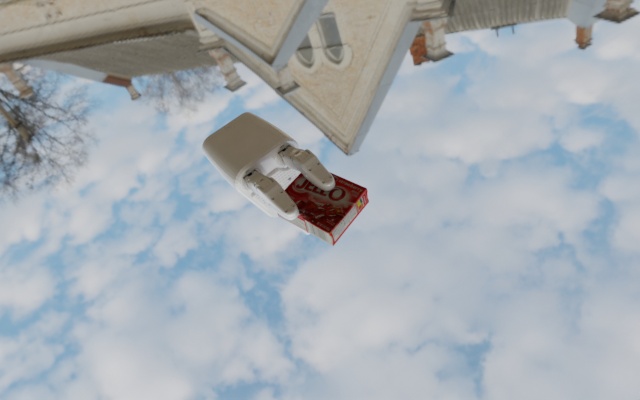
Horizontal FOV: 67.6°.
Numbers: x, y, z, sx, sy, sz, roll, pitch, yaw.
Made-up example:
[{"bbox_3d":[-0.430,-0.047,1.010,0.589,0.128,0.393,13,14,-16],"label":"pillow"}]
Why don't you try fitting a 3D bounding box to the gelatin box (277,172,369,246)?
[{"bbox_3d":[0.000,0.002,0.560,0.089,0.073,0.030,27,-28,30],"label":"gelatin box"}]
